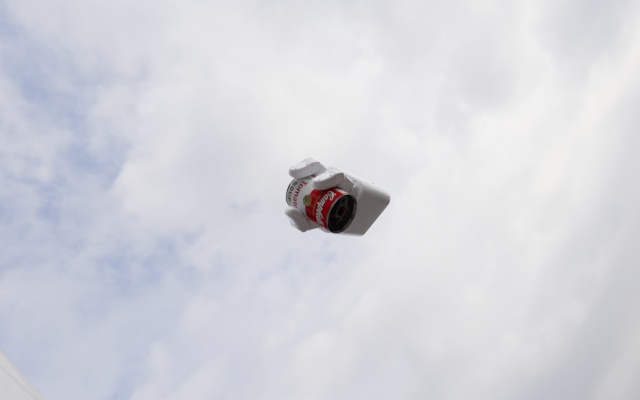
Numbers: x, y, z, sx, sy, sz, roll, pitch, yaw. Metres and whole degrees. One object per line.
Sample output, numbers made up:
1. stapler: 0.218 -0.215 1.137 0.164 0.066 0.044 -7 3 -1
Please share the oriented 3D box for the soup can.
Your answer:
1. soup can: 0.000 0.002 0.781 0.102 0.068 0.068 29 18 38
